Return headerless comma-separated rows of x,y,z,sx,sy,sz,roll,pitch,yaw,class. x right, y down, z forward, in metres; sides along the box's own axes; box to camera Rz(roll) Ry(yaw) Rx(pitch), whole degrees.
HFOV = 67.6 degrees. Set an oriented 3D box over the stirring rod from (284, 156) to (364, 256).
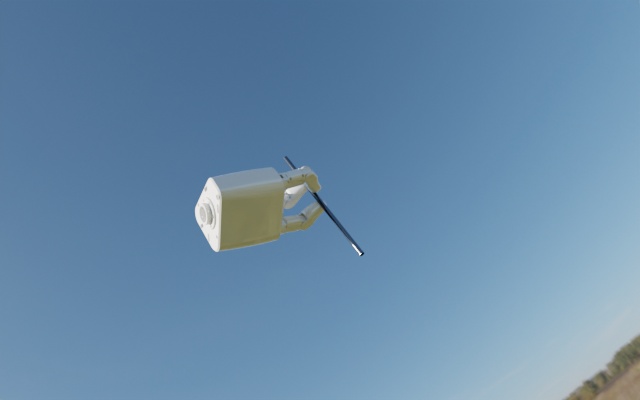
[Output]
0.000,0.003,0.782,0.011,0.011,0.239,0,41,-43,stirring rod
